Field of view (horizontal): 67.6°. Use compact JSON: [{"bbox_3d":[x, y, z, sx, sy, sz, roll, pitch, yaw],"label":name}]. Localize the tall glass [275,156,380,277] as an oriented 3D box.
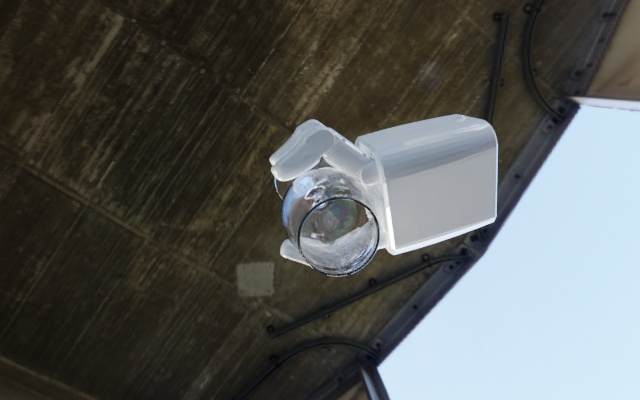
[{"bbox_3d":[0.000,0.001,0.443,0.079,0.079,0.201,0,15,-8],"label":"tall glass"}]
